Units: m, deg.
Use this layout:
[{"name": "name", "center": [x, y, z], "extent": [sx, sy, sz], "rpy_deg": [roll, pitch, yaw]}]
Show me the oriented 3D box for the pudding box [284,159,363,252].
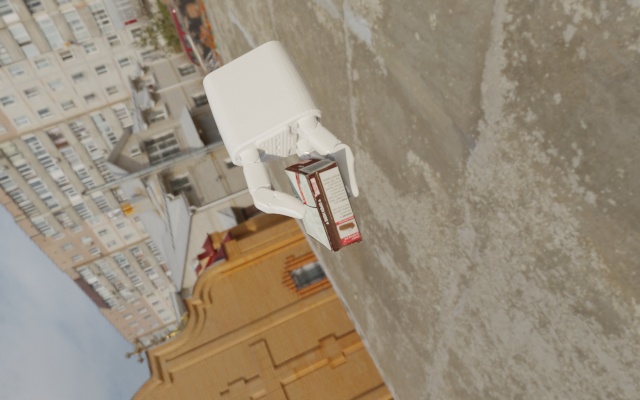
[{"name": "pudding box", "center": [0.000, 0.002, 0.535], "extent": [0.039, 0.090, 0.113], "rpy_deg": [-22, 12, -11]}]
